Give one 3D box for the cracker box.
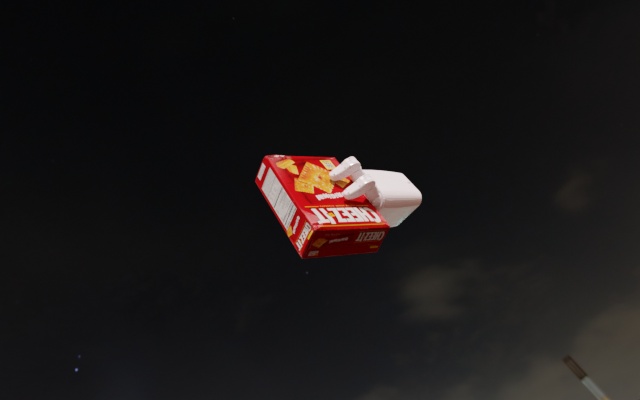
[{"bbox_3d":[0.000,0.003,0.868,0.164,0.072,0.213,-1,39,-34],"label":"cracker box"}]
